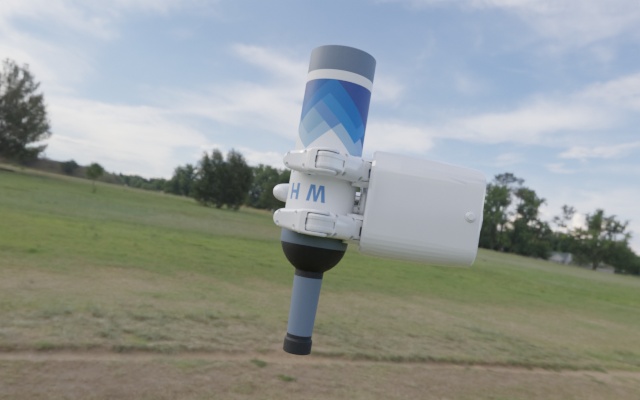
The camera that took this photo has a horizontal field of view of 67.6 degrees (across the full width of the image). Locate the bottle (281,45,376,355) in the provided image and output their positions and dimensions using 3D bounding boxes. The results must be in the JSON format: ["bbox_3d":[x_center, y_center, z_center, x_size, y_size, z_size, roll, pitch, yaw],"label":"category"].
[{"bbox_3d":[0.000,0.001,0.472,0.069,0.295,0.069,9,-3,1],"label":"bottle"}]
